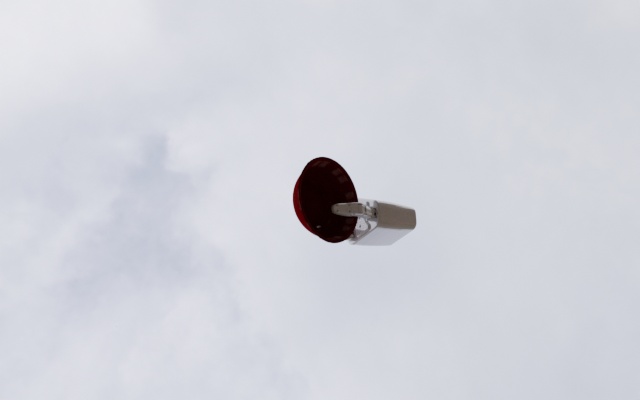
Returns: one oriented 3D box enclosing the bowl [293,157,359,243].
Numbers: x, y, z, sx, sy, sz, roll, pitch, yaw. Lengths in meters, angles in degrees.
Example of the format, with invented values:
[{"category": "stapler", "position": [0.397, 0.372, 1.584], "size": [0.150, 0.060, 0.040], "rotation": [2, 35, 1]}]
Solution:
[{"category": "bowl", "position": [-0.001, 0.002, 0.889], "size": [0.055, 0.162, 0.162], "rotation": [-15, -10, 42]}]
